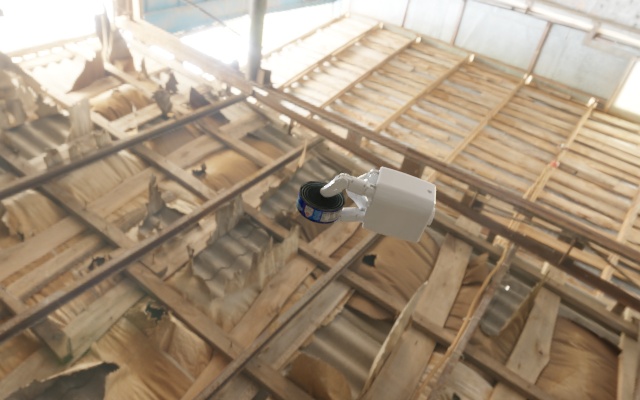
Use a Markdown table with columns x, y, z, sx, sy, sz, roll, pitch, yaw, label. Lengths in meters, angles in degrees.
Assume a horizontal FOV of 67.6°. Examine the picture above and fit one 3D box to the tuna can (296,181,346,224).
| x | y | z | sx | sy | sz | roll | pitch | yaw | label |
| --- | --- | --- | --- | --- | --- | --- | --- | --- | --- |
| 0.000 | 0.003 | 0.863 | 0.086 | 0.034 | 0.086 | 12 | 36 | -9 | tuna can |
